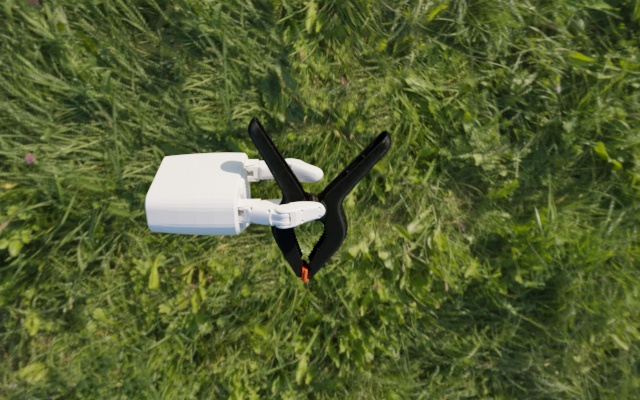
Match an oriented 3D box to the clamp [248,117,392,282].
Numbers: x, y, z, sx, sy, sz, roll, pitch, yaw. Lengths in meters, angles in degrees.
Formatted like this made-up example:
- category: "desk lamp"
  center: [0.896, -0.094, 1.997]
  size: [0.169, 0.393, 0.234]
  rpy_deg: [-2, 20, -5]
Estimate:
- category: "clamp"
  center: [0.000, 0.003, 0.580]
  size: [0.164, 0.210, 0.036]
  rpy_deg: [-1, 23, -1]
